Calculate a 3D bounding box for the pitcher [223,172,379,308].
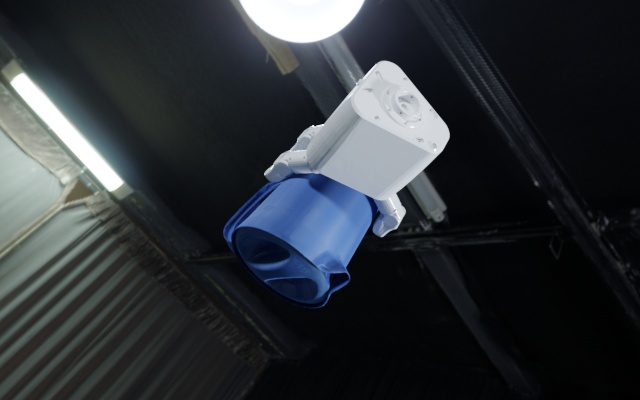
[{"bbox_3d":[0.000,0.002,0.612,0.149,0.242,0.145,40,-35,-3],"label":"pitcher"}]
